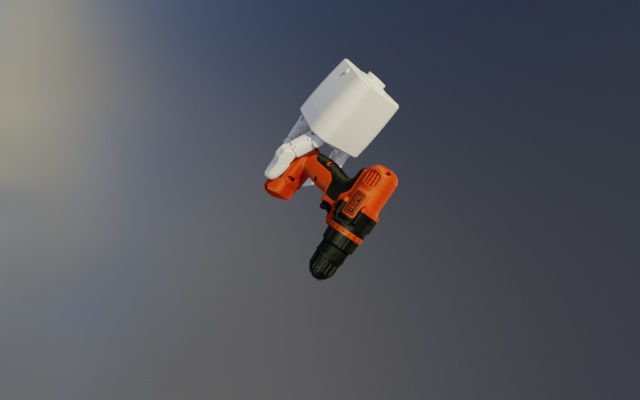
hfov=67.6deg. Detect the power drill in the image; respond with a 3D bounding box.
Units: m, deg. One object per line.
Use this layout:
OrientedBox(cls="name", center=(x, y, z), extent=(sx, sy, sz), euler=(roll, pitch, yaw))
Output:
OrientedBox(cls="power drill", center=(0.000, 0.002, 0.714), extent=(0.187, 0.184, 0.057), euler=(35, -1, 35))
